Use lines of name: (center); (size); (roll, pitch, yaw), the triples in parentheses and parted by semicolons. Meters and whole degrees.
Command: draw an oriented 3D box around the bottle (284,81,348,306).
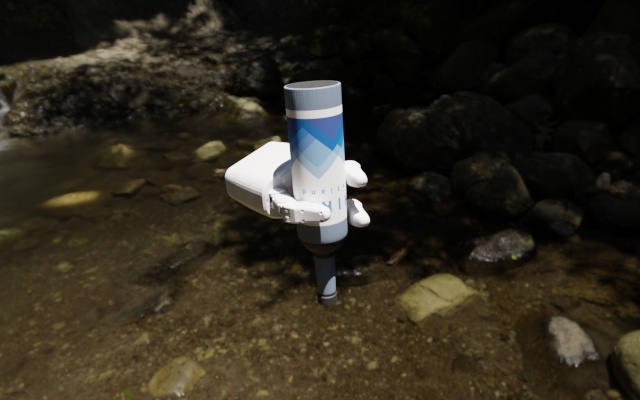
bottle: (0.000, 0.002, 0.608); (0.069, 0.296, 0.069); (-4, 21, 1)
